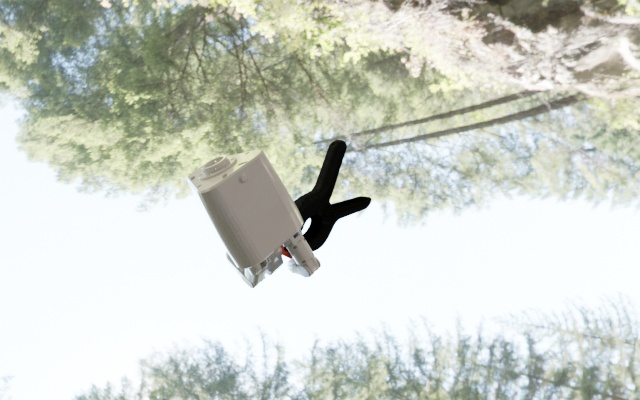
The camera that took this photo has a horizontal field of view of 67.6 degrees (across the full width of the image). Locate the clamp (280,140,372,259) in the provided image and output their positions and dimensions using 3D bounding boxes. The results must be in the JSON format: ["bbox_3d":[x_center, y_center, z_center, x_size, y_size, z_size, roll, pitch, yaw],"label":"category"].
[{"bbox_3d":[0.000,0.002,0.640,0.039,0.120,0.171,7,40,46],"label":"clamp"}]
